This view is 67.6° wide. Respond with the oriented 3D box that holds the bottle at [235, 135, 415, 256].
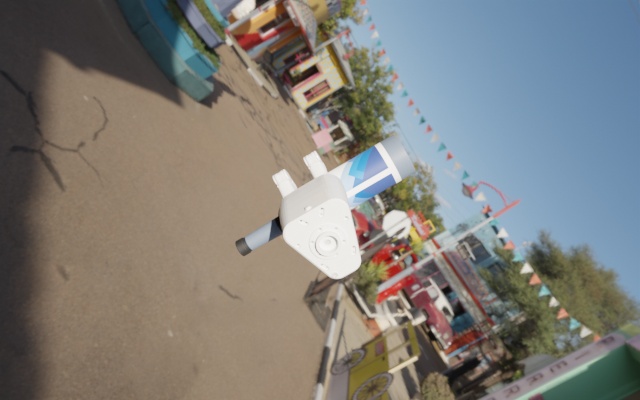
[{"bbox_3d":[0.000,0.002,0.735,0.296,0.069,0.069,-30,-3,6],"label":"bottle"}]
